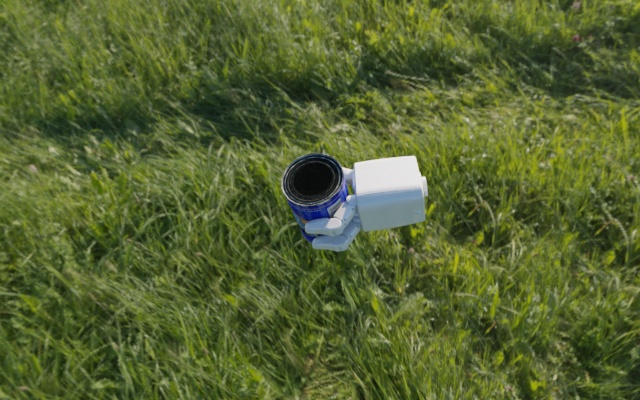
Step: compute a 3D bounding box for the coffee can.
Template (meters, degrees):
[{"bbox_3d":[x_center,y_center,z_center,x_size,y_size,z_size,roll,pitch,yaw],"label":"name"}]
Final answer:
[{"bbox_3d":[0.000,0.003,0.809,0.103,0.102,0.140,0,-32,13],"label":"coffee can"}]
